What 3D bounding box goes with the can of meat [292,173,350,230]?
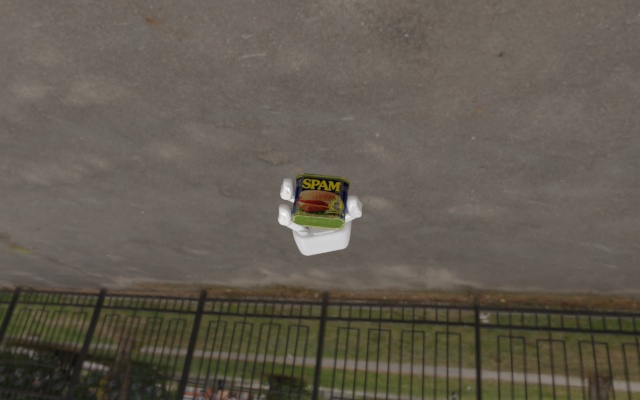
[{"bbox_3d":[0.000,0.003,0.872,0.102,0.084,0.057,6,-25,3],"label":"can of meat"}]
